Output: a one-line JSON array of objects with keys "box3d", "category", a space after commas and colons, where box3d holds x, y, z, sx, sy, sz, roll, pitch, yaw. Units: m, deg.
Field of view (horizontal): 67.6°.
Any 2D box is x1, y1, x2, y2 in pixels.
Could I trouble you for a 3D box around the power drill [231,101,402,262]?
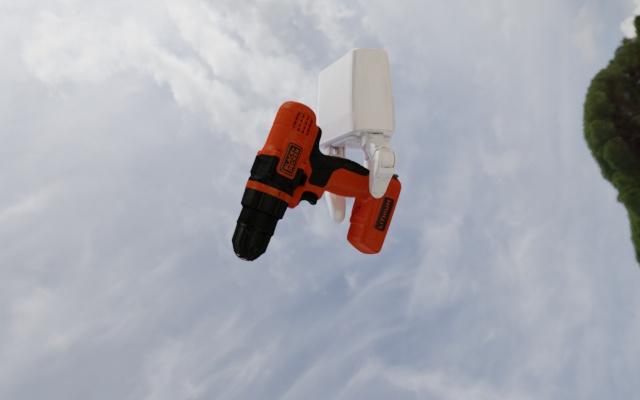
[{"box3d": [0.001, 0.002, 0.562, 0.188, 0.184, 0.057, 24, -7, -33], "category": "power drill"}]
